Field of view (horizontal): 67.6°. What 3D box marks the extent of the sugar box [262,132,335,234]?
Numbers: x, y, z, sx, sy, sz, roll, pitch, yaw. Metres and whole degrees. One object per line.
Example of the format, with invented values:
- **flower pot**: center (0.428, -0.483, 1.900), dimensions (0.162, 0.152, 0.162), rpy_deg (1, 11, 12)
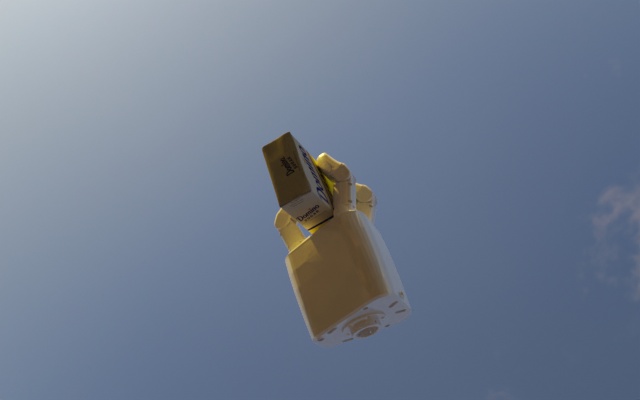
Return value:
- **sugar box**: center (0.001, 0.002, 0.585), dimensions (0.048, 0.093, 0.176), rpy_deg (-28, -36, 10)
